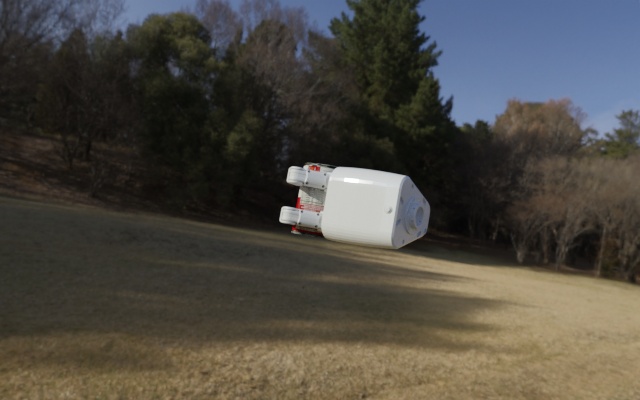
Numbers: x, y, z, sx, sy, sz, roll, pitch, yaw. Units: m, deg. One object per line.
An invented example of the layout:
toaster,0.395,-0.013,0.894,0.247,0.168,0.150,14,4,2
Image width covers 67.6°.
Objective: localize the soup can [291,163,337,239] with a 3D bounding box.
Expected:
soup can,0.000,0.002,0.689,0.068,0.102,0.068,10,-3,1
